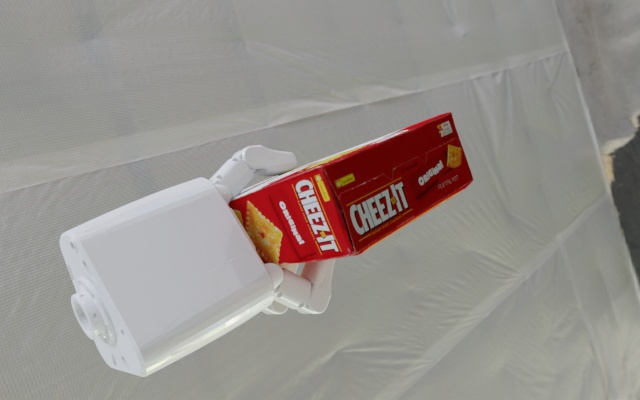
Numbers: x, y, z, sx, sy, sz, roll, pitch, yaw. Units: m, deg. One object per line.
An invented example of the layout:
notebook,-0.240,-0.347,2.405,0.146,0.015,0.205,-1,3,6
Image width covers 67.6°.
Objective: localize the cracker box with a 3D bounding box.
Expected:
cracker box,0.000,0.001,0.429,0.164,0.072,0.214,-26,7,-40
